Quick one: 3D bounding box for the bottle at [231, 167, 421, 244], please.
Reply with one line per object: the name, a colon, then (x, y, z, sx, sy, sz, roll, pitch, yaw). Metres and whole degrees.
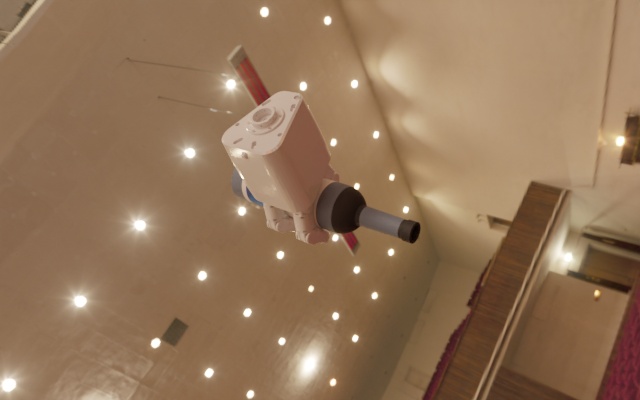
bottle: (0.000, 0.002, 0.661, 0.295, 0.069, 0.069, 18, 10, 35)
